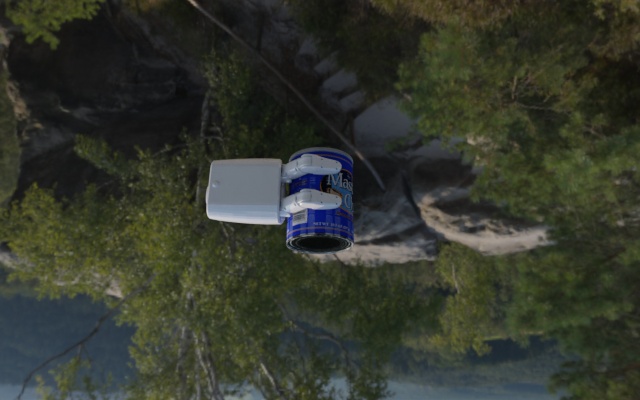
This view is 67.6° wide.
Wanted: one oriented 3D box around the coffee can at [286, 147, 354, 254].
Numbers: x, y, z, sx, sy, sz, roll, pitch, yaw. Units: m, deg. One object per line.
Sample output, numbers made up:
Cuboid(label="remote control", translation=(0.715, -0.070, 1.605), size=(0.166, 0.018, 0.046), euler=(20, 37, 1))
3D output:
Cuboid(label="coffee can", translation=(0.000, 0.002, 0.742), size=(0.103, 0.140, 0.103), euler=(1, -21, 0))
